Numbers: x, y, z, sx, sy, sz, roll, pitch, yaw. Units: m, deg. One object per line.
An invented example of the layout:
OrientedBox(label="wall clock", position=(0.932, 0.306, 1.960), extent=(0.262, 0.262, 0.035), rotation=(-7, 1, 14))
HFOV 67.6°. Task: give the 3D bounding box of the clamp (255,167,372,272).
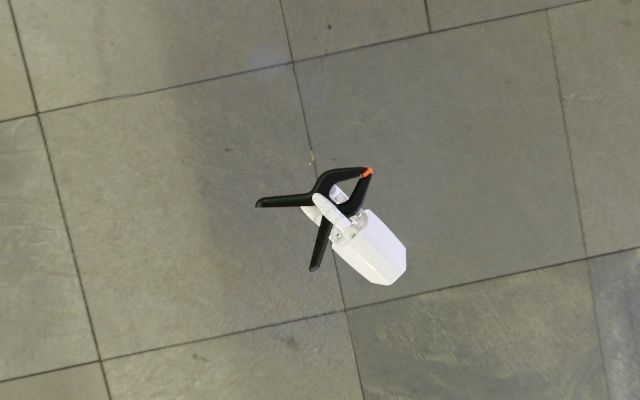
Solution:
OrientedBox(label="clamp", position=(0.001, 0.003, 0.852), extent=(0.164, 0.210, 0.036), rotation=(44, 2, -10))
